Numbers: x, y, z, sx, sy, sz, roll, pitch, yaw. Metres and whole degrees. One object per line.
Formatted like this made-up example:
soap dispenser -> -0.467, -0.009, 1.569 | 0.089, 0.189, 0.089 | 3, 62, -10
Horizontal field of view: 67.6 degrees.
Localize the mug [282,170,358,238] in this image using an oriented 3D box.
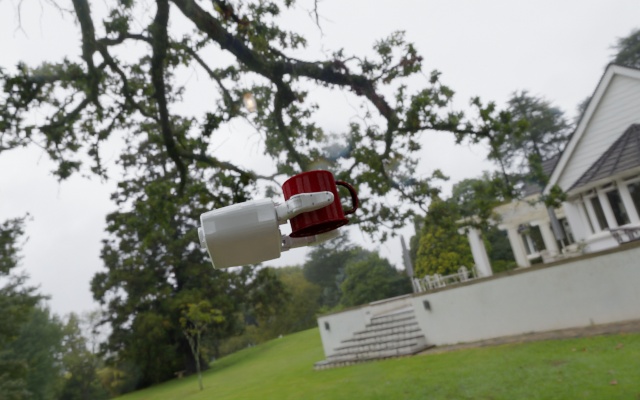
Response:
mug -> 0.001, 0.002, 0.723 | 0.117, 0.081, 0.093 | -12, -13, -12
